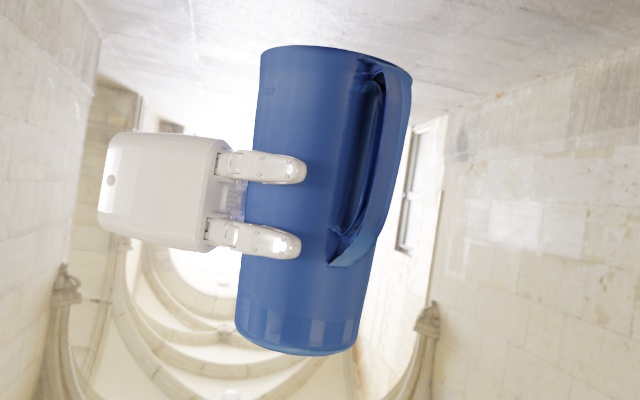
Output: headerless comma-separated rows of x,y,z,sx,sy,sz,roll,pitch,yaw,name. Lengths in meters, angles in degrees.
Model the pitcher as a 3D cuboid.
0.000,0.001,0.405,0.145,0.243,0.149,9,0,17,pitcher
